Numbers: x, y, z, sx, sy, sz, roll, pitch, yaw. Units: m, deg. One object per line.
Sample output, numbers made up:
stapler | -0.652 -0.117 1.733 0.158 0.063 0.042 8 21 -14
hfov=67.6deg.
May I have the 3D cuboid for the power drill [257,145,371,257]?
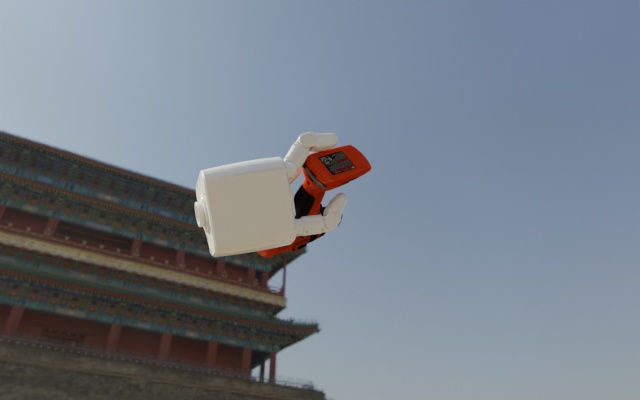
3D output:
power drill | 0.000 0.002 0.730 0.184 0.057 0.188 -22 -27 -46
